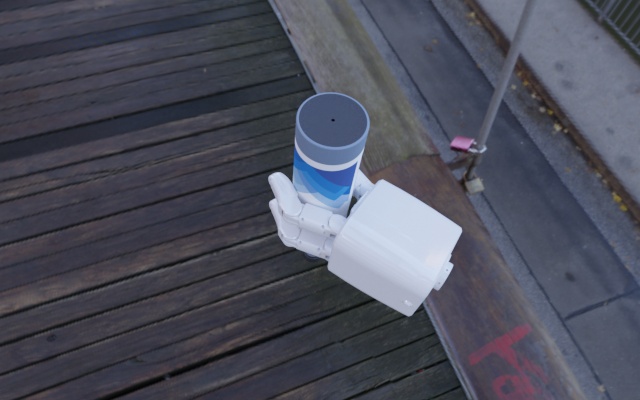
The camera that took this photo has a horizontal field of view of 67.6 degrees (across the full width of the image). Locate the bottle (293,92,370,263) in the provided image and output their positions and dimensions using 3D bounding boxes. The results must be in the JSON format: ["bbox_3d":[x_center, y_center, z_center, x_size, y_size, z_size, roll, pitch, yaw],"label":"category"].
[{"bbox_3d":[0.000,0.002,0.554,0.069,0.069,0.296,0,-30,-5],"label":"bottle"}]
